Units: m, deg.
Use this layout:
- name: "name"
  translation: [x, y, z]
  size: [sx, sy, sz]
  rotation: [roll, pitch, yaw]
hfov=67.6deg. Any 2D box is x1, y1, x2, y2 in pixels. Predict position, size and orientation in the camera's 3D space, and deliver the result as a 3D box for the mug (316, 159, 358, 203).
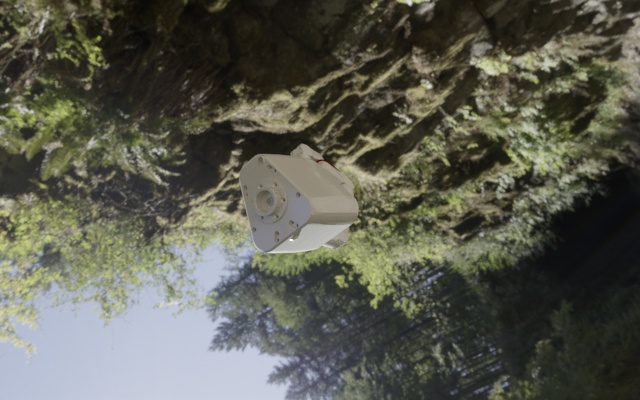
- name: "mug"
  translation: [0.001, 0.002, 0.697]
  size: [0.081, 0.093, 0.117]
  rotation: [-35, -19, 24]
